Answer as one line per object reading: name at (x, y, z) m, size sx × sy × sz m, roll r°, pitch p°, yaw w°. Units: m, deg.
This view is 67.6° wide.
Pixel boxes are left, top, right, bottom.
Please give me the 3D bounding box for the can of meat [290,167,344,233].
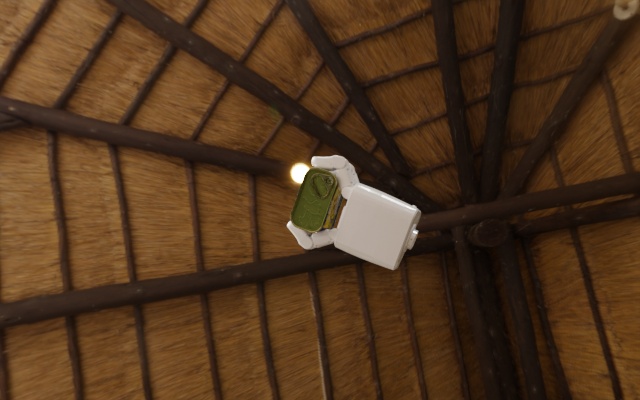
can of meat at (0.000, 0.003, 0.795) m, size 0.057 × 0.102 × 0.084 m, roll 19°, pitch 1°, yaw 17°
